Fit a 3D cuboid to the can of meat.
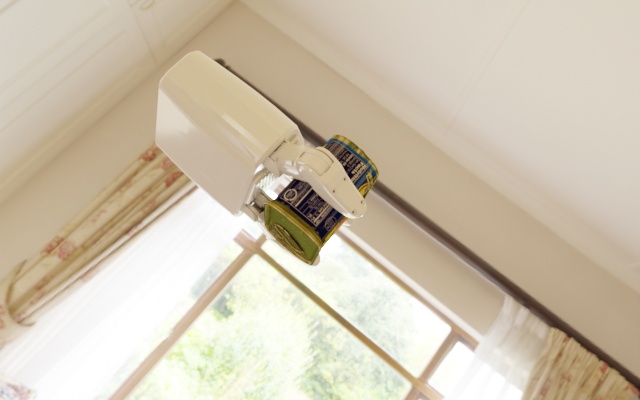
[{"bbox_3d":[0.000,0.001,0.412,0.057,0.084,0.102,39,-17,6],"label":"can of meat"}]
